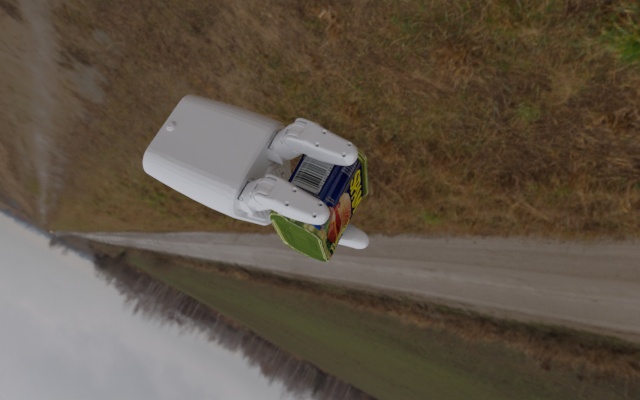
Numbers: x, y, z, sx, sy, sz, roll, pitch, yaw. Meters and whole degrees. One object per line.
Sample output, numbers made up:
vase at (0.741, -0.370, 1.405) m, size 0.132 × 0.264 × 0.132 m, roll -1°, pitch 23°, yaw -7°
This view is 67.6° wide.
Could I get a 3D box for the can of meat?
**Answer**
can of meat at (0.000, 0.002, 0.435) m, size 0.057 × 0.084 × 0.102 m, roll 24°, pitch -18°, yaw 15°
